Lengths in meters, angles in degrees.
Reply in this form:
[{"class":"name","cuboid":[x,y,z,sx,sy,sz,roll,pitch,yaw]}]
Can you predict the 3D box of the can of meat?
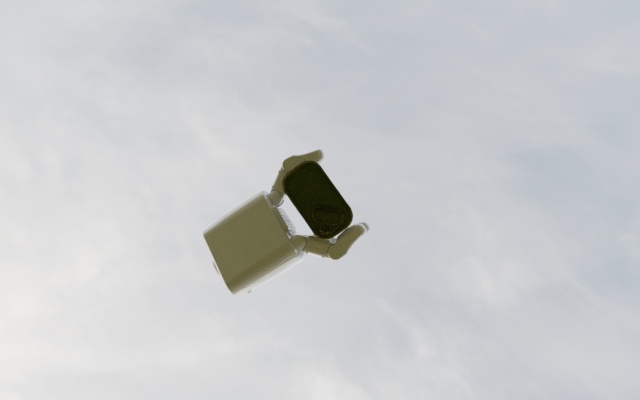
[{"class":"can of meat","cuboid":[0.000,0.002,0.642,0.057,0.102,0.084,-36,-7,2]}]
